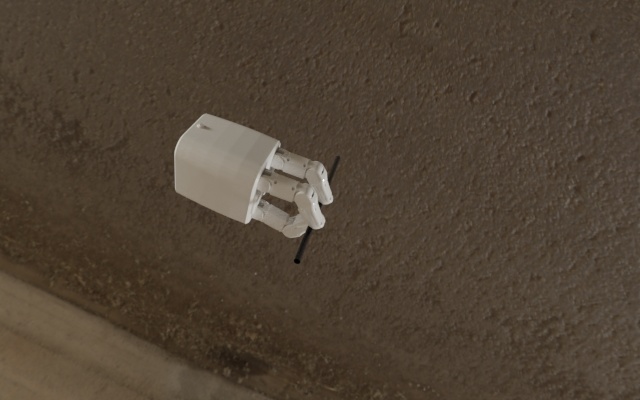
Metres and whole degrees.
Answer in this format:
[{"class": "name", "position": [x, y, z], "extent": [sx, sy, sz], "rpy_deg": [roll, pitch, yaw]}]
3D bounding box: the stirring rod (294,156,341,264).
[{"class": "stirring rod", "position": [0.000, 0.002, 0.642], "extent": [0.011, 0.011, 0.239], "rpy_deg": [0, 34, 16]}]
